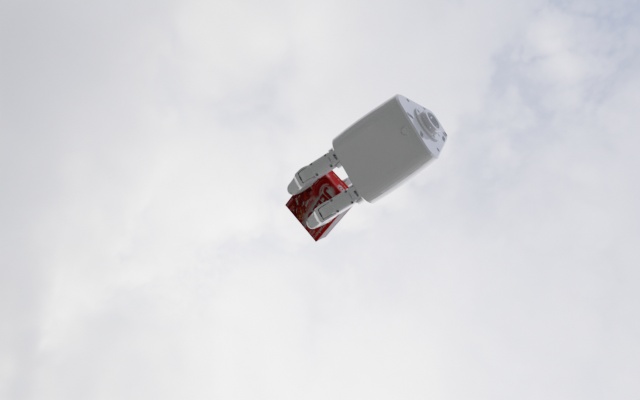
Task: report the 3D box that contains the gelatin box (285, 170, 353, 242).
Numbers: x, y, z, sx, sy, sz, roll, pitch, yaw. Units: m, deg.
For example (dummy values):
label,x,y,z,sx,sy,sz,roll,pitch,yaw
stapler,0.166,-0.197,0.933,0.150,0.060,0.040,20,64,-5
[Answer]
label,x,y,z,sx,sy,sz,roll,pitch,yaw
gelatin box,0.000,0.002,0.672,0.030,0.073,0.089,-20,-25,-53
